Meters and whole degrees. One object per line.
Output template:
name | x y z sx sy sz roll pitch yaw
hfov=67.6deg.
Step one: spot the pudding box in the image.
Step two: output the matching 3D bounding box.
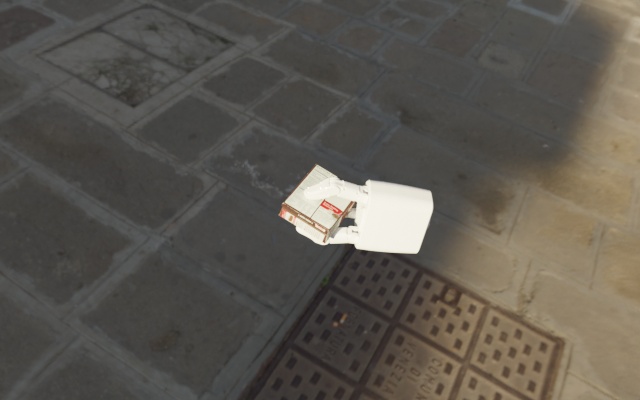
pudding box | 0.000 0.002 0.783 0.090 0.039 0.113 31 50 10
